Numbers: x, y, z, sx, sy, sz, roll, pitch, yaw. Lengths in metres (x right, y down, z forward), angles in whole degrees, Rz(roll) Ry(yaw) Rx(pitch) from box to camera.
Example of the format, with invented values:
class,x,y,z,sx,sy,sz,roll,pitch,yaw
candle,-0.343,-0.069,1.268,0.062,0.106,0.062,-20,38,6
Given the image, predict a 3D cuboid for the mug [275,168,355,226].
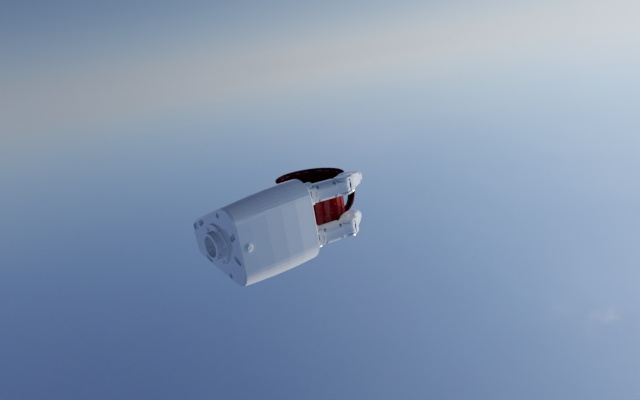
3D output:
class,x,y,z,sx,sy,sz,roll,pitch,yaw
mug,0.001,0.002,0.655,0.117,0.081,0.093,-20,19,-36
